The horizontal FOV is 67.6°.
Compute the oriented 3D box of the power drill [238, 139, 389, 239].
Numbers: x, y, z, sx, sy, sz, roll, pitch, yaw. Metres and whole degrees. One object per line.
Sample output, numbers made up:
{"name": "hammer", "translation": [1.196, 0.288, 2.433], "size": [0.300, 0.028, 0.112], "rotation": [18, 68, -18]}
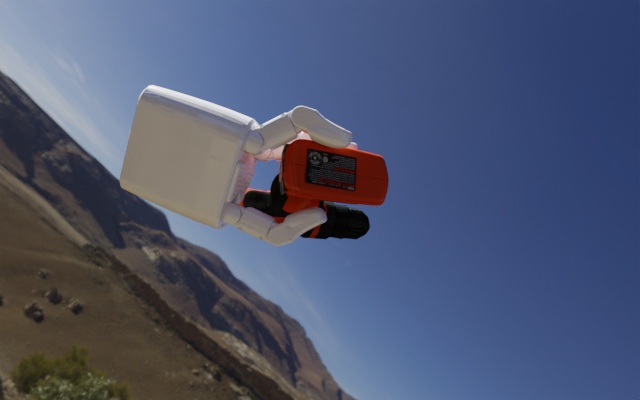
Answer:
{"name": "power drill", "translation": [0.000, 0.002, 0.534], "size": [0.184, 0.057, 0.188], "rotation": [7, -20, -19]}
